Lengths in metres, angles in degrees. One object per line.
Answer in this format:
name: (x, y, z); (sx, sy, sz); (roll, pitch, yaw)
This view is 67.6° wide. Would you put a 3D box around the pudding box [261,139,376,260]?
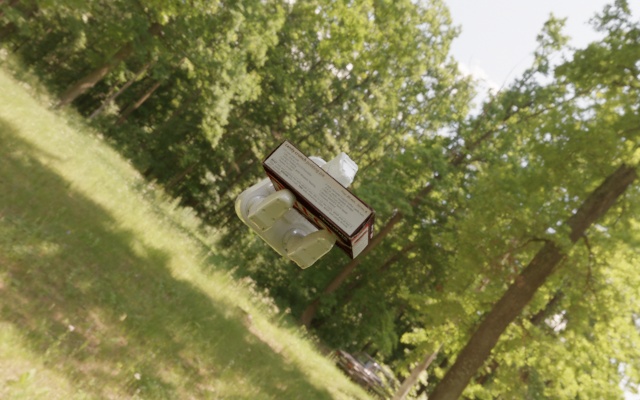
pudding box: (0.000, 0.001, 0.464); (0.113, 0.039, 0.090); (38, -10, 15)
